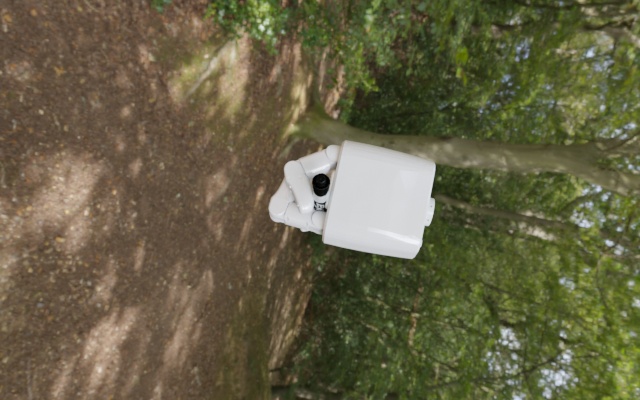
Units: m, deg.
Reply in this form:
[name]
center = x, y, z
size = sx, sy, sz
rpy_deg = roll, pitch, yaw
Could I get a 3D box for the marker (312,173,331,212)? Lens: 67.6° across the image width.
[marker]
center = 0.000, 0.002, 0.530
size = 0.020, 0.020, 0.121
rpy_deg = 0, -23, -1
